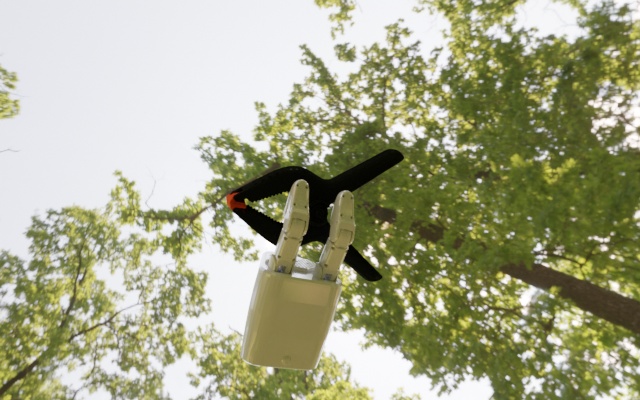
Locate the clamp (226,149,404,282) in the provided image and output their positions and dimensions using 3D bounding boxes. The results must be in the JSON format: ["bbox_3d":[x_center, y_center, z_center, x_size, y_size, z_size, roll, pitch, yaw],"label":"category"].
[{"bbox_3d":[-0.001,0.002,0.554,0.210,0.164,0.036,13,5,-22],"label":"clamp"}]
